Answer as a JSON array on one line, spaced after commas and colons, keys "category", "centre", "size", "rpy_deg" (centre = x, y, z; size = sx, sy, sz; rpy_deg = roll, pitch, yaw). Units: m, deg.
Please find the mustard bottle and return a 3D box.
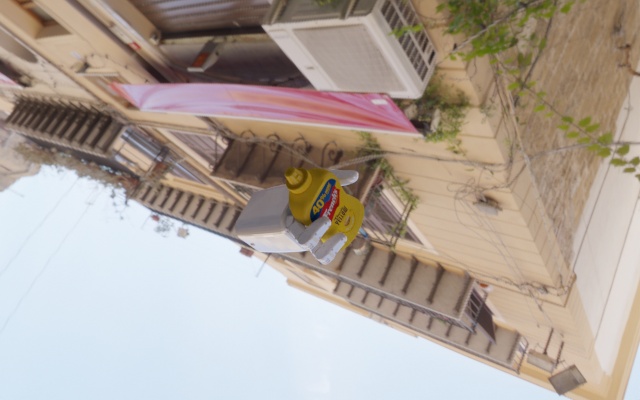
[{"category": "mustard bottle", "centre": [0.001, 0.003, 0.783], "size": [0.058, 0.096, 0.192], "rpy_deg": [20, -16, 41]}]
